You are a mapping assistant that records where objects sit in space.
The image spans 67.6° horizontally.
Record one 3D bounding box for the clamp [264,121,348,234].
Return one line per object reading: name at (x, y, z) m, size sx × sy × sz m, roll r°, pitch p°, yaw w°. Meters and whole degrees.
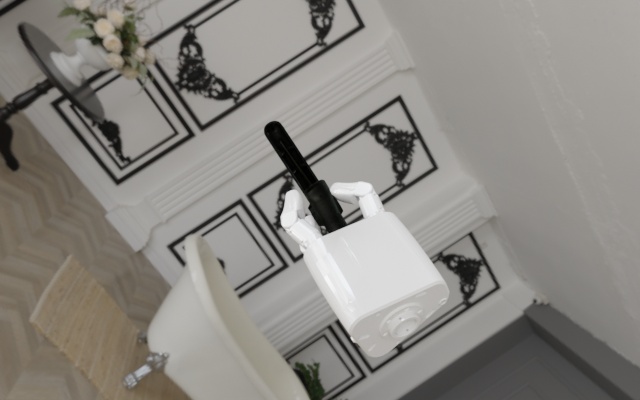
clamp at (0.001, 0.002, 0.593) m, size 0.036 × 0.164 × 0.210 m, roll -32°, pitch -44°, yaw -1°
